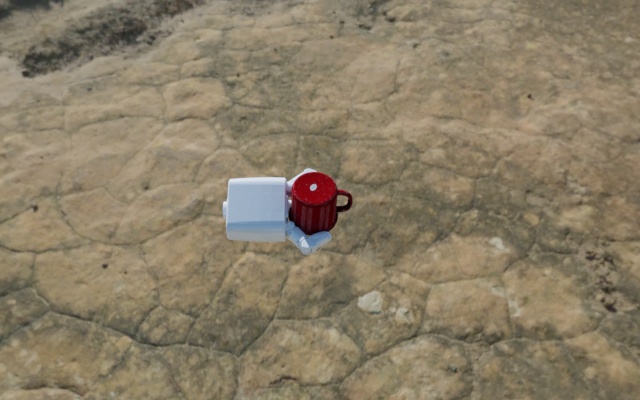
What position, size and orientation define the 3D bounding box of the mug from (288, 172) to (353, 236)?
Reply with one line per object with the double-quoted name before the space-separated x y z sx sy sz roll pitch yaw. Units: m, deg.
"mug" 0.002 0.003 0.860 0.117 0.093 0.082 0 -38 -4
